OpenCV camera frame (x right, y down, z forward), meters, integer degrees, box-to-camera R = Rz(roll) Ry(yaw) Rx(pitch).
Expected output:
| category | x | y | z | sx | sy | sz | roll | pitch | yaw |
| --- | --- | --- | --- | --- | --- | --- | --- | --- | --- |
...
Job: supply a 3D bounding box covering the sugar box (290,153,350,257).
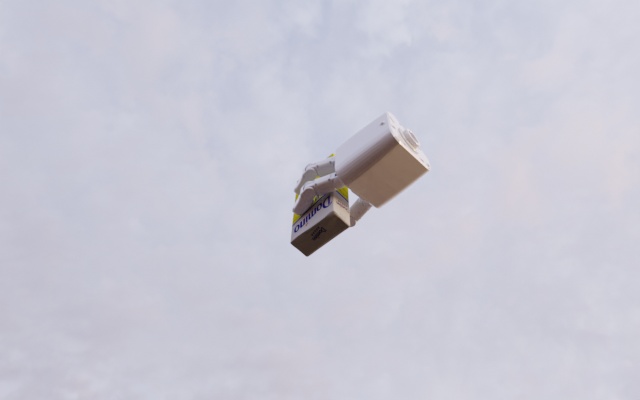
| category | x | y | z | sx | sy | sz | roll | pitch | yaw |
| --- | --- | --- | --- | --- | --- | --- | --- | --- | --- |
| sugar box | 0.000 | 0.002 | 0.786 | 0.093 | 0.048 | 0.176 | -38 | 24 | 23 |
